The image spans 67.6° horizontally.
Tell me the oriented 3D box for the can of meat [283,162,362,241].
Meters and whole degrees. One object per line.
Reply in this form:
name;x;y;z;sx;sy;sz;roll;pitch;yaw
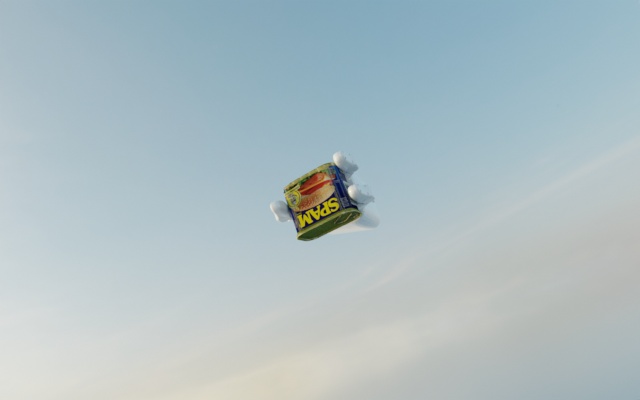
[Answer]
can of meat;0.000;0.002;0.721;0.102;0.084;0.057;-27;-20;20
